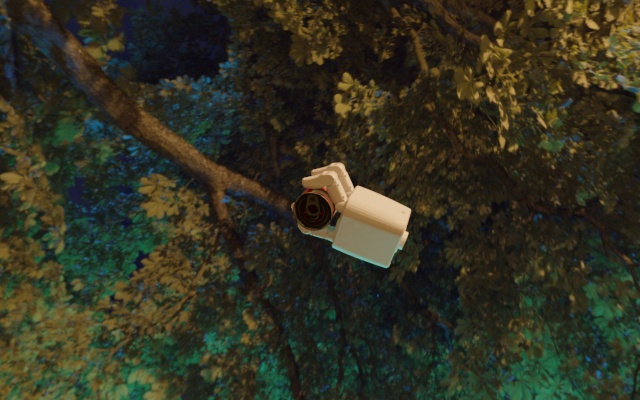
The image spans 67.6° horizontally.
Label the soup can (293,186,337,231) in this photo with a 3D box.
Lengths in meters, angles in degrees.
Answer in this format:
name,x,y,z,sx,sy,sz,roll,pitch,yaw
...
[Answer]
name,x,y,z,sx,sy,sz,roll,pitch,yaw
soup can,0.000,0.003,0.837,0.068,0.068,0.102,0,19,17
